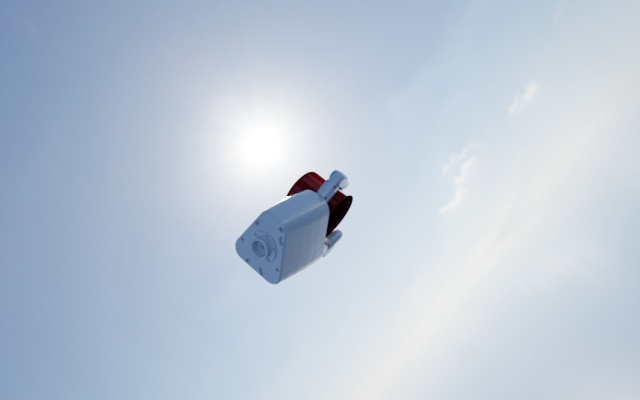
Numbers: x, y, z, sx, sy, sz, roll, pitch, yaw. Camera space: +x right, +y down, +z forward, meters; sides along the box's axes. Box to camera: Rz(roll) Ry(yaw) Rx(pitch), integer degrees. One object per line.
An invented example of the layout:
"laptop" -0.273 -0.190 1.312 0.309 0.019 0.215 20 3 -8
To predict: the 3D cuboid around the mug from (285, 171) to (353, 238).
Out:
"mug" 0.001 0.002 0.801 0.081 0.093 0.117 38 32 17
